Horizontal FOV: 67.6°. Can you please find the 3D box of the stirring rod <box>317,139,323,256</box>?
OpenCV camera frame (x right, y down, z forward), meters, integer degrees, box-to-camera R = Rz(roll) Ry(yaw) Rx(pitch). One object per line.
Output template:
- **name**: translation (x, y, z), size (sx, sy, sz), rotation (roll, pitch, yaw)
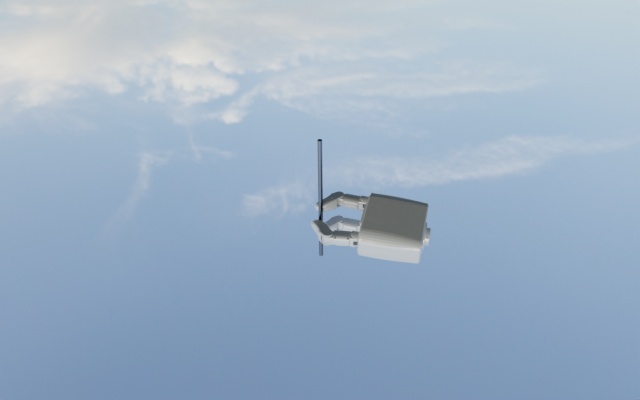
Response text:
- **stirring rod**: translation (0.000, 0.003, 0.831), size (0.011, 0.240, 0.011), rotation (0, 34, 0)
